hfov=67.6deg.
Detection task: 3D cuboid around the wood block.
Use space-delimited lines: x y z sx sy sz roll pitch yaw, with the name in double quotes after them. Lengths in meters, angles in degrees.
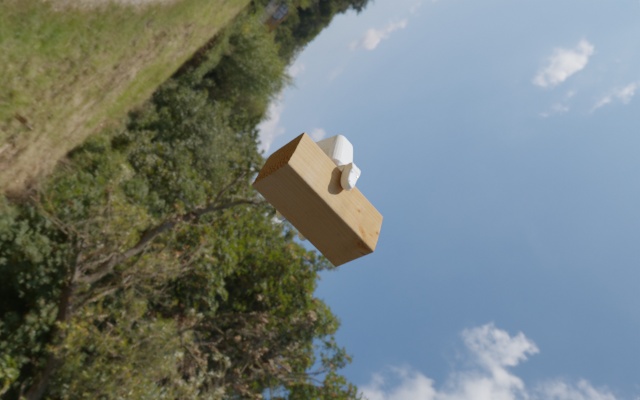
0.001 0.002 0.790 0.091 0.206 0.090 -28 26 37 "wood block"
